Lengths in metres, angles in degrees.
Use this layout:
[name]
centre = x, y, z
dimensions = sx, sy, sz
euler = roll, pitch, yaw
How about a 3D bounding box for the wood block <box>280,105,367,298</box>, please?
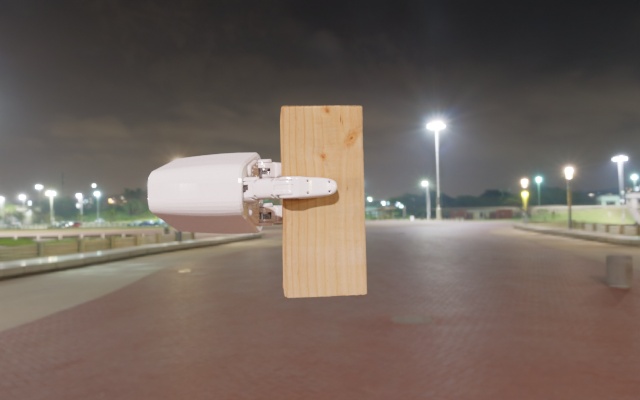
[wood block]
centre = 0.000, 0.002, 0.555
dimensions = 0.090, 0.206, 0.091
euler = -1, -1, -6
